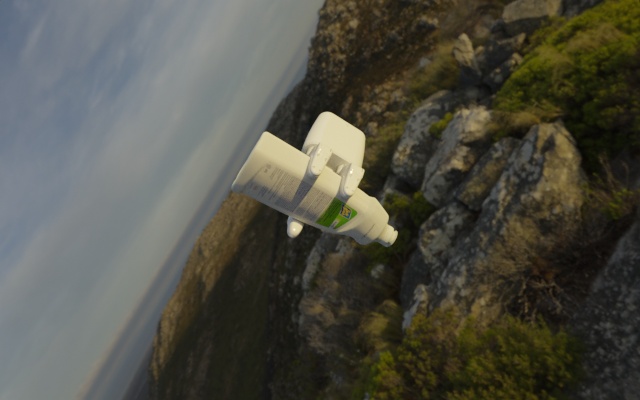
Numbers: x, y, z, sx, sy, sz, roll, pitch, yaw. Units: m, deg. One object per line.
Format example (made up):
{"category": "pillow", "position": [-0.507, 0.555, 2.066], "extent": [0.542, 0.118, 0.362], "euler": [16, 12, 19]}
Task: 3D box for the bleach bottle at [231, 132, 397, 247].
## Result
{"category": "bleach bottle", "position": [0.000, 0.002, 0.718], "extent": [0.251, 0.103, 0.068], "euler": [31, 38, -11]}
